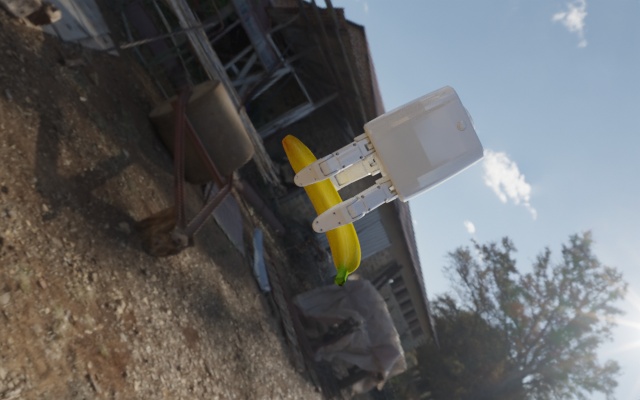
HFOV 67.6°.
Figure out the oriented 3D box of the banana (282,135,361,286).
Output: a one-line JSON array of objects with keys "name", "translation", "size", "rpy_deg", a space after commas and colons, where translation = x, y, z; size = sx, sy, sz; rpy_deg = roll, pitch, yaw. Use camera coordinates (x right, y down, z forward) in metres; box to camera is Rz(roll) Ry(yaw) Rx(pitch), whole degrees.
[{"name": "banana", "translation": [0.007, 0.008, 0.589], "size": [0.037, 0.197, 0.070], "rpy_deg": [-27, -18, 12]}]
